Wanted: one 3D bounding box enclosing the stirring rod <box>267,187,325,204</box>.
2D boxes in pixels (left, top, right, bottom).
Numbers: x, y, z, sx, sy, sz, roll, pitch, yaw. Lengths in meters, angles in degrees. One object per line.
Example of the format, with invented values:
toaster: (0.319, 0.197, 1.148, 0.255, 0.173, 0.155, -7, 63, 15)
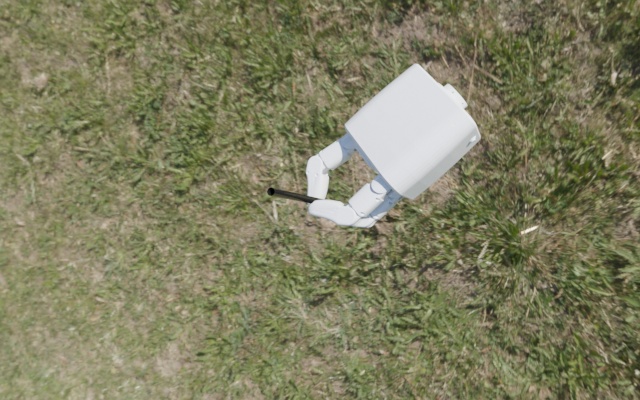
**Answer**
stirring rod: (0.000, 0.002, 0.557, 0.011, 0.011, 0.239, 0, -5, 23)
